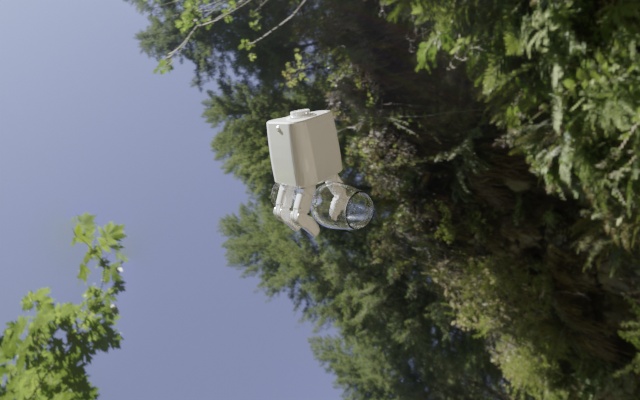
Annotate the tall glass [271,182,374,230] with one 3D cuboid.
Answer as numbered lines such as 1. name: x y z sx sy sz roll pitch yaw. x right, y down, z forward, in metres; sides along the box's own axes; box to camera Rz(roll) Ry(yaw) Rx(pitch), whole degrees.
1. tall glass: 0.000 0.003 0.823 0.079 0.079 0.201 0 8 -39
